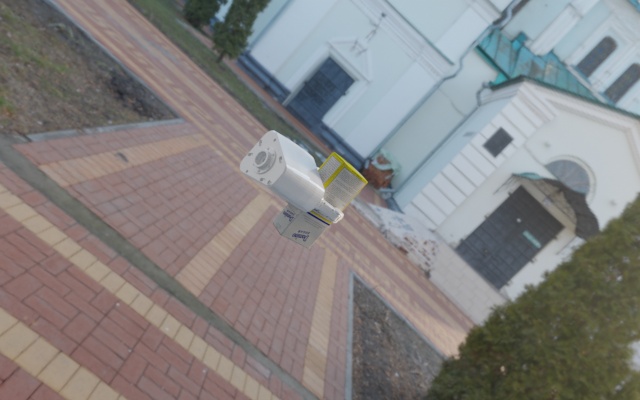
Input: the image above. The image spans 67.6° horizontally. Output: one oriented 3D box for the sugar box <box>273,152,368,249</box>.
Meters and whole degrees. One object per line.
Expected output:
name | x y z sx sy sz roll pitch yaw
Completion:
sugar box | 0.000 0.002 0.894 0.093 0.176 0.048 34 13 -49
